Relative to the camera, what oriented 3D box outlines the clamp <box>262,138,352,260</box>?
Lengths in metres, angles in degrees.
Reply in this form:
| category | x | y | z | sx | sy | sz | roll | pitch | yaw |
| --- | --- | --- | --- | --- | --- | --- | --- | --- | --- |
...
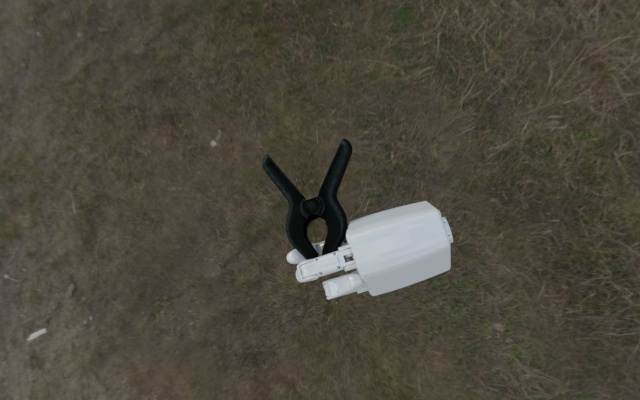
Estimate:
| category | x | y | z | sx | sy | sz | roll | pitch | yaw |
| --- | --- | --- | --- | --- | --- | --- | --- | --- | --- |
| clamp | 0.000 | 0.002 | 0.611 | 0.120 | 0.171 | 0.039 | -20 | -12 | 14 |
